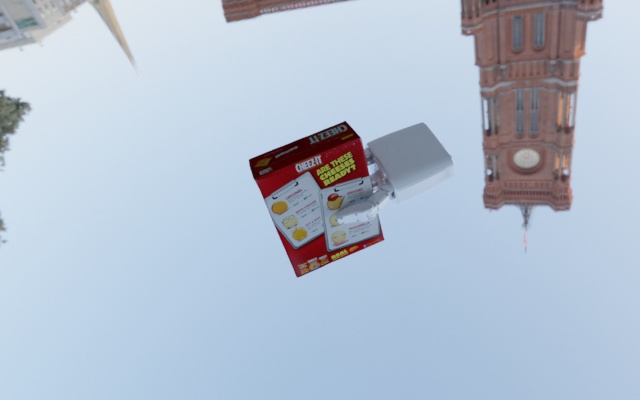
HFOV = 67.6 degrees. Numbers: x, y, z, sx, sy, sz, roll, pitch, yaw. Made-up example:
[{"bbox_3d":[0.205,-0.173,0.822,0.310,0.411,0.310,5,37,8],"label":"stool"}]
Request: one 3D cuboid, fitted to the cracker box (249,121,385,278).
[{"bbox_3d":[0.000,0.003,0.757,0.164,0.214,0.072,-23,38,-5],"label":"cracker box"}]
